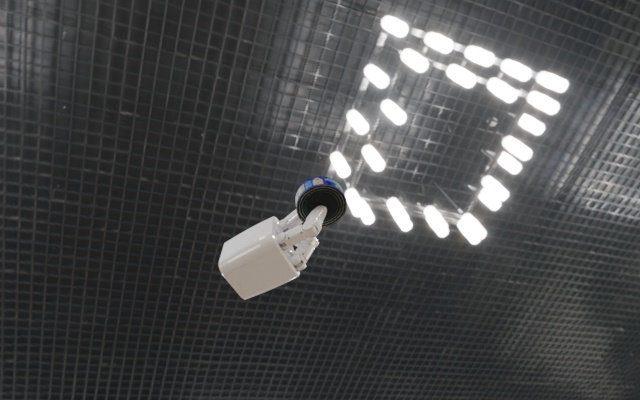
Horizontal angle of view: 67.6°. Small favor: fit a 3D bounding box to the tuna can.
[{"bbox_3d":[0.000,0.002,0.812,0.086,0.086,0.033,0,32,-9],"label":"tuna can"}]
